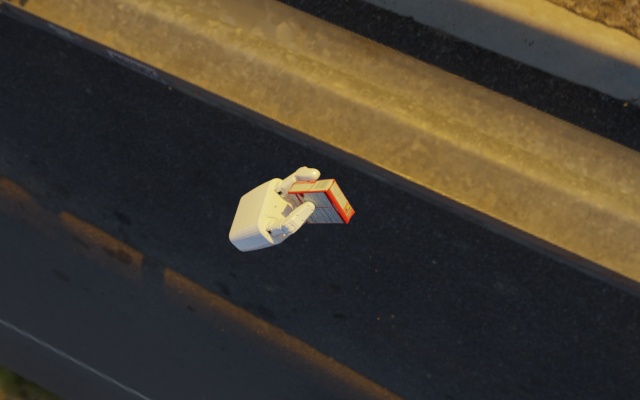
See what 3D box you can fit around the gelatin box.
[{"bbox_3d":[0.000,0.003,0.774,0.089,0.073,0.030,-2,42,42],"label":"gelatin box"}]
